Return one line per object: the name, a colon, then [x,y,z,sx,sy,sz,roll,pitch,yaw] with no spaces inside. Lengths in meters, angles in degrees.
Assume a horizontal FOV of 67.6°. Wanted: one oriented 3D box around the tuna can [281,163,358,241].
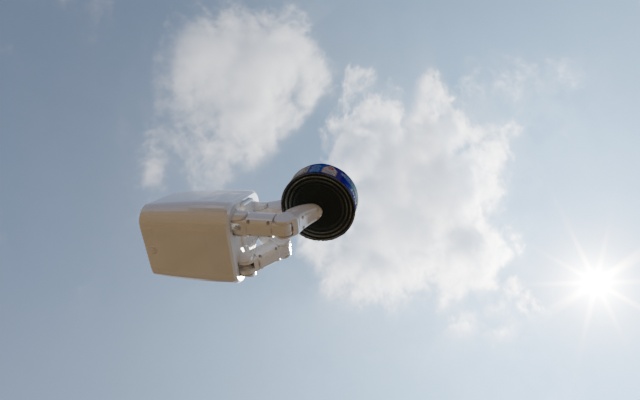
tuna can: [0.000,0.002,0.550,0.086,0.086,0.033,0,25,13]
